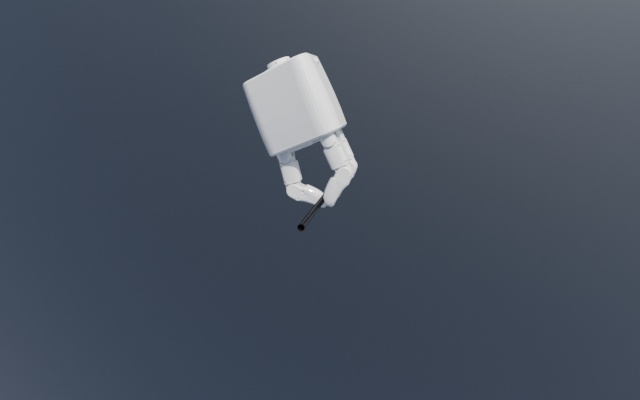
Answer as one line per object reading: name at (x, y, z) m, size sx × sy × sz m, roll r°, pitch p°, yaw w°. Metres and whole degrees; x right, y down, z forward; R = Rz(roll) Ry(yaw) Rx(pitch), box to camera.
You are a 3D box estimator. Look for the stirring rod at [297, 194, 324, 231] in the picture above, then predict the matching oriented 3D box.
stirring rod at (0.000, 0.002, 0.627) m, size 0.011 × 0.011 × 0.239 m, roll 0°, pitch 13°, yaw 10°
